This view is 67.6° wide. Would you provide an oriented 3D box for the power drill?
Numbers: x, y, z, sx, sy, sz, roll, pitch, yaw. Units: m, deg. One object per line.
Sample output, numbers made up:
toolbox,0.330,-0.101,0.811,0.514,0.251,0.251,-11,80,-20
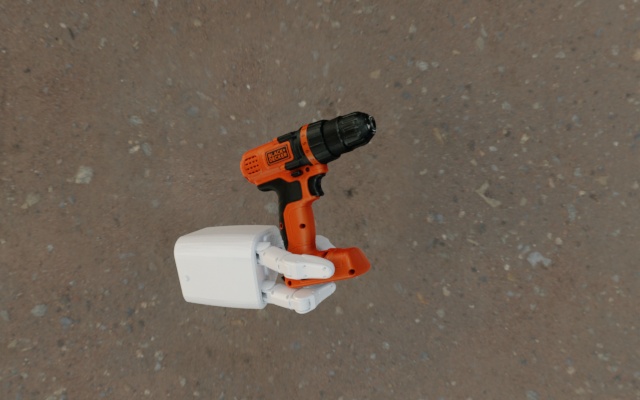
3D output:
power drill,0.000,0.002,0.573,0.184,0.187,0.057,-16,-5,30
